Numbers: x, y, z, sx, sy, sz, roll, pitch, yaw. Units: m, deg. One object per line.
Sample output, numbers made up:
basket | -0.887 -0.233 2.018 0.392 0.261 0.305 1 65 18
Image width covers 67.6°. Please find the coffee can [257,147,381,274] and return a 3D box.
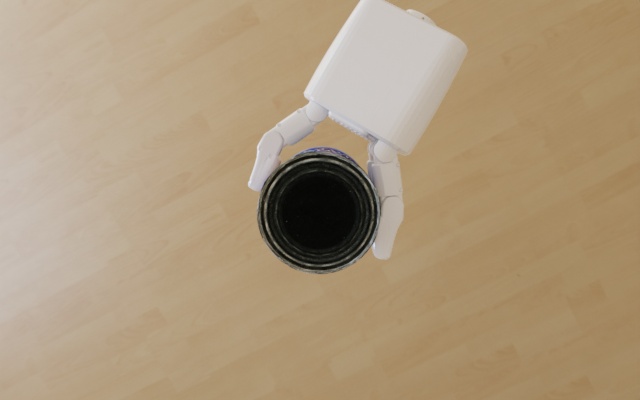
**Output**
coffee can | 0.000 0.002 0.458 0.103 0.103 0.140 0 8 1
